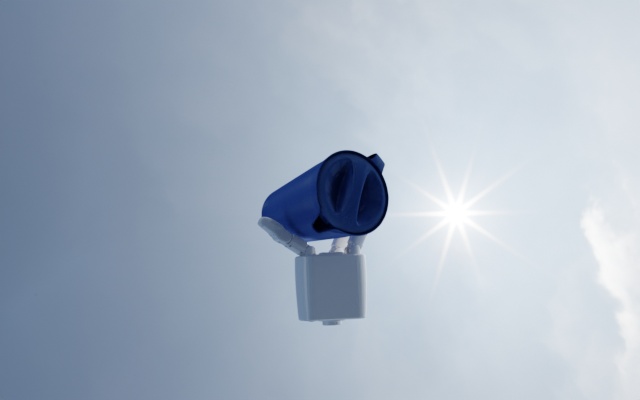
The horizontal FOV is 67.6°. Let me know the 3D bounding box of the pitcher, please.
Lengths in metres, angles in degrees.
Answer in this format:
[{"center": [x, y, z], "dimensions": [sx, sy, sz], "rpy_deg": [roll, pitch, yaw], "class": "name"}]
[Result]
[{"center": [0.000, 0.003, 0.821], "dimensions": [0.149, 0.145, 0.243], "rpy_deg": [4, -13, -30], "class": "pitcher"}]
